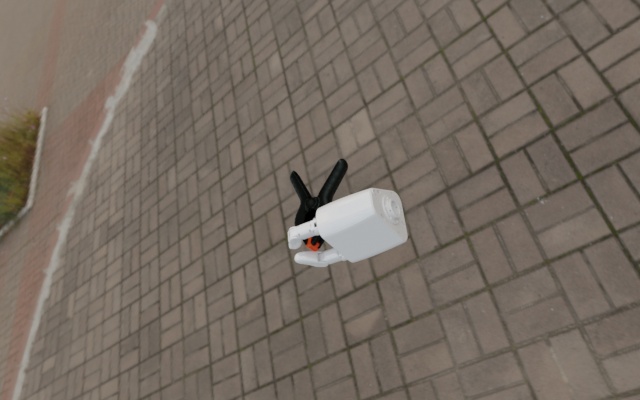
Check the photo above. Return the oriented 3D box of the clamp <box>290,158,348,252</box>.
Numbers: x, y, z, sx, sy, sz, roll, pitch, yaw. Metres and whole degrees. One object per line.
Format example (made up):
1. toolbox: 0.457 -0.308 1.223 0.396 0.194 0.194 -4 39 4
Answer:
1. clamp: 0.000 0.003 0.850 0.120 0.171 0.039 -24 -32 30
